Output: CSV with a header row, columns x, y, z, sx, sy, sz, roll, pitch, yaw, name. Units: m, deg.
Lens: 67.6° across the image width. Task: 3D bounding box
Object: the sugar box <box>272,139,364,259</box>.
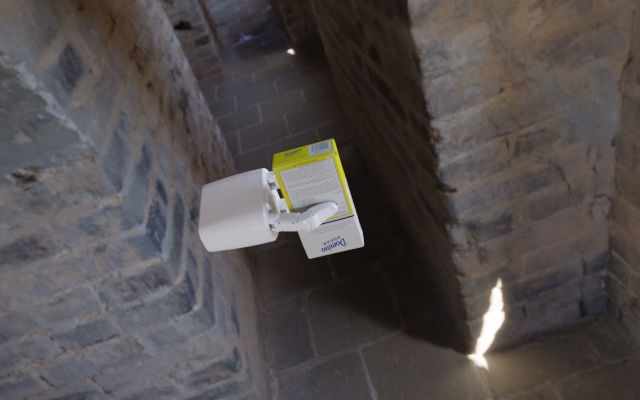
x,y,z,sx,sy,sz,roll,pitch,yaw,name
0.000,0.002,0.714,0.093,0.176,0.048,-13,37,8,sugar box
